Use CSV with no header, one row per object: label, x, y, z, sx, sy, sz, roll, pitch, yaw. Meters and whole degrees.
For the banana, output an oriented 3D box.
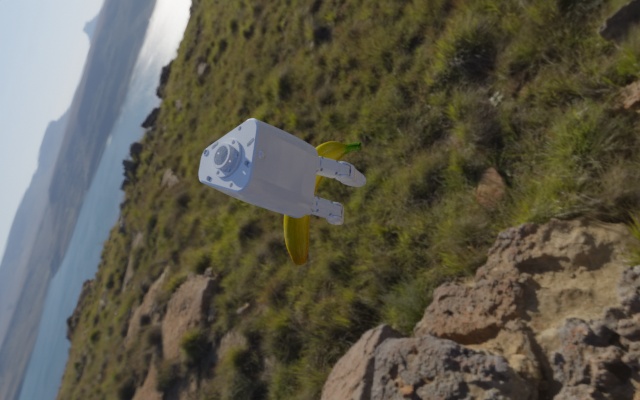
banana,-0.014,-0.008,0.685,0.069,0.198,0.037,24,-3,26
